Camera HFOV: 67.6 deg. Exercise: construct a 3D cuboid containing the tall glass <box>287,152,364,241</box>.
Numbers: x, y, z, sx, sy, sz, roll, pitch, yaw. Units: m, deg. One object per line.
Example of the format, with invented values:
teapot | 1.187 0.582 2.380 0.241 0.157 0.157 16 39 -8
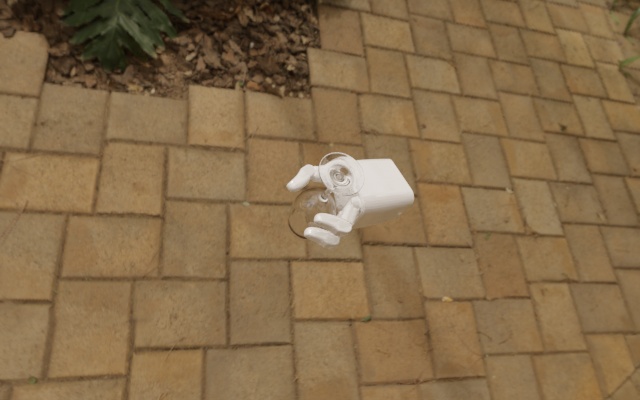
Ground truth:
tall glass | 0.000 0.002 0.800 0.079 0.079 0.201 0 -26 -22
